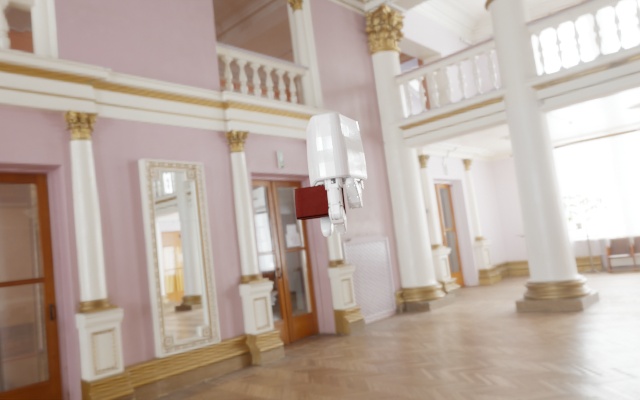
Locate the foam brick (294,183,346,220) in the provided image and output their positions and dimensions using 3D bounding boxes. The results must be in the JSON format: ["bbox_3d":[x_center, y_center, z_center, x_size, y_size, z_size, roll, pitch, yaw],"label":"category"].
[{"bbox_3d":[0.000,0.003,0.799,0.078,0.051,0.053,-8,-5,9],"label":"foam brick"}]
